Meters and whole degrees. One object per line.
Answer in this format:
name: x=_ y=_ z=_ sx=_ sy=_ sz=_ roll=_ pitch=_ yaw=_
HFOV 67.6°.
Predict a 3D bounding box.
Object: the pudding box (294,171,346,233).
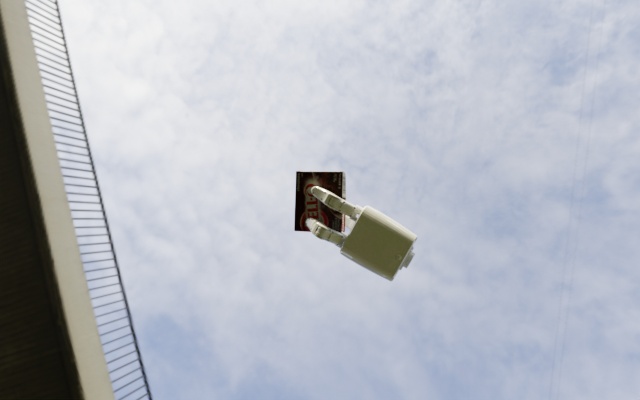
pudding box: x=0.000 y=0.003 z=0.875 sx=0.090 sy=0.113 sz=0.039 roll=1 pitch=-2 yaw=16
